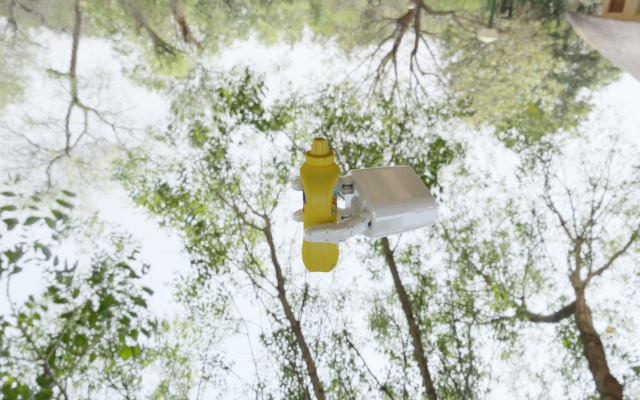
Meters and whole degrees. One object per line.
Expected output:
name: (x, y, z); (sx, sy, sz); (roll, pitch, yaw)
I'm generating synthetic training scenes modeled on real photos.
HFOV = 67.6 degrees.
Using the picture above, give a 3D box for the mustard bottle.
mustard bottle: (0.000, 0.003, 0.694); (0.058, 0.192, 0.096); (2, 25, 4)
